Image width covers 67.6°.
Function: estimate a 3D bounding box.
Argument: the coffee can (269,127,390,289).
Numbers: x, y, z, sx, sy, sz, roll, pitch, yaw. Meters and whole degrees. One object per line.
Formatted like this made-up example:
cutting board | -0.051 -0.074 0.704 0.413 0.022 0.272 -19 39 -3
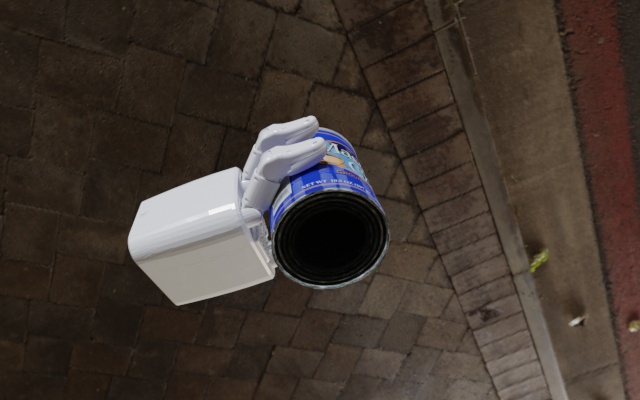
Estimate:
coffee can | 0.000 0.001 0.463 0.103 0.103 0.140 0 29 -9
